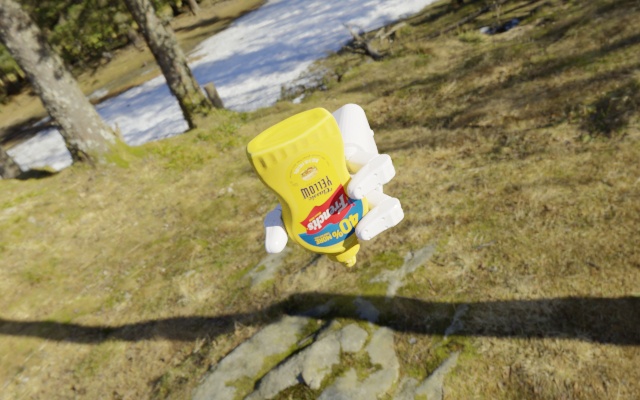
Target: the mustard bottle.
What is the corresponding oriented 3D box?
[{"bbox_3d":[0.000,0.002,0.527,0.096,0.192,0.058,-28,33,-5],"label":"mustard bottle"}]
